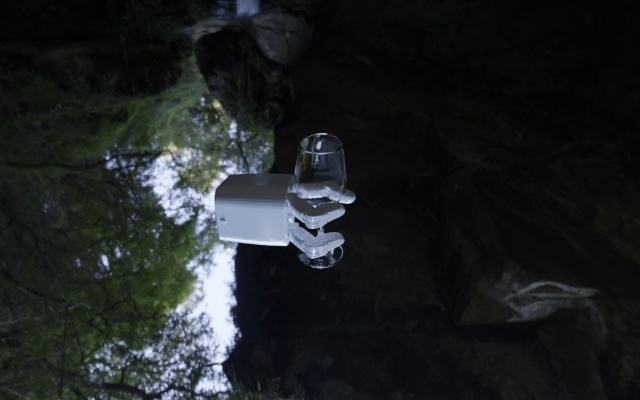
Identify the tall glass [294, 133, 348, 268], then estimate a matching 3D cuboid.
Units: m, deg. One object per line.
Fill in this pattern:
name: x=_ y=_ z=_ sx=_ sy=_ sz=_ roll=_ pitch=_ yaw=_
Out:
tall glass: x=0.000 y=0.003 z=0.721 sx=0.079 sy=0.201 sz=0.079 roll=1 pitch=34 yaw=0
